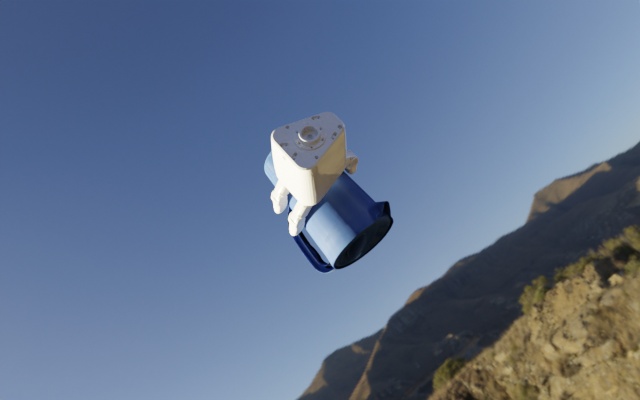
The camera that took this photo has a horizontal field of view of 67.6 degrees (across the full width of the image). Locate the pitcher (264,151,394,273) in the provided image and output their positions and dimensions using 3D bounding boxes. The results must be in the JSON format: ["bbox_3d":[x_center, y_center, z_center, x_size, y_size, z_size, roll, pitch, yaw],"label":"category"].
[{"bbox_3d":[0.000,0.003,0.868,0.149,0.242,0.145,-34,-24,-15],"label":"pitcher"}]
